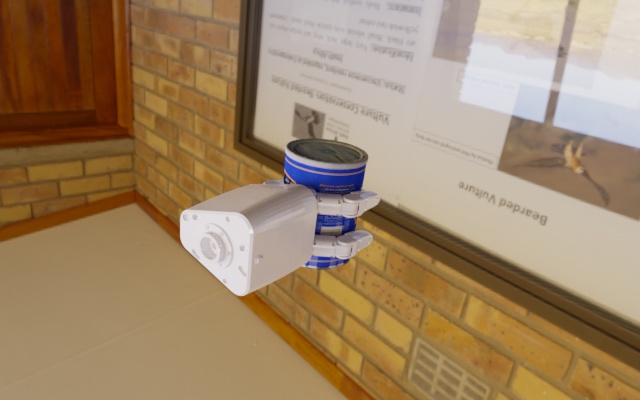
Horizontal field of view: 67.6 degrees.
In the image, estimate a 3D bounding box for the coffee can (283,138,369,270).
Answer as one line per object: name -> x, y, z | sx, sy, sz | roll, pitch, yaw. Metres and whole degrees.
coffee can -> 0.000, 0.002, 0.612 | 0.103, 0.140, 0.102 | 6, 22, -3
